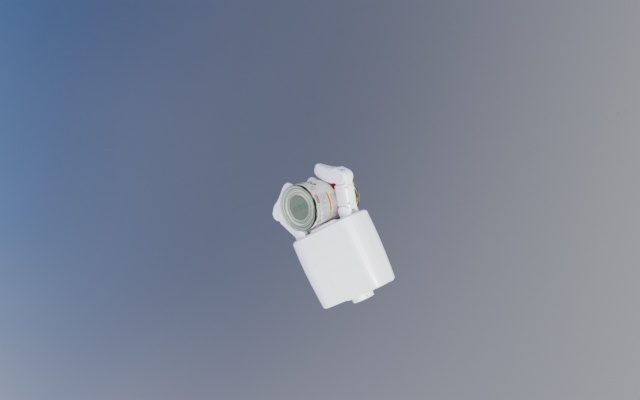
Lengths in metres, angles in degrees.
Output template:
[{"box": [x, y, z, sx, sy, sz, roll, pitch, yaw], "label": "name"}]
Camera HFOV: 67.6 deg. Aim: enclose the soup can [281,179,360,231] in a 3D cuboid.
[{"box": [0.000, 0.002, 0.693, 0.068, 0.068, 0.102, 0, 10, 41], "label": "soup can"}]
